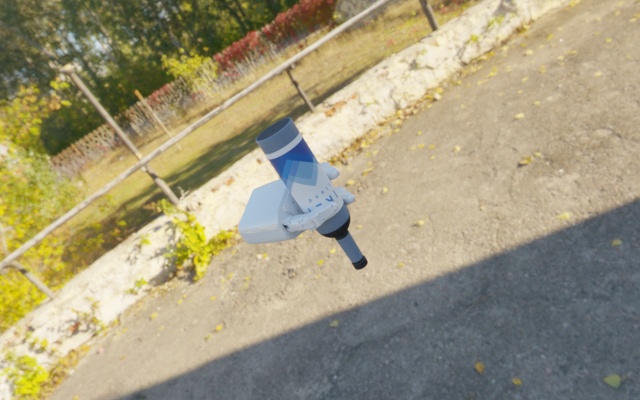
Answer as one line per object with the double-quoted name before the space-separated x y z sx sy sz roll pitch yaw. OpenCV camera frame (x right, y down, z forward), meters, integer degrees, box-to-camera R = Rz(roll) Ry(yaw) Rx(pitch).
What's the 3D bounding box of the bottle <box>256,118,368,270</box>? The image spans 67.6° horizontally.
"bottle" 0.000 0.002 0.802 0.069 0.296 0.069 -27 24 13
